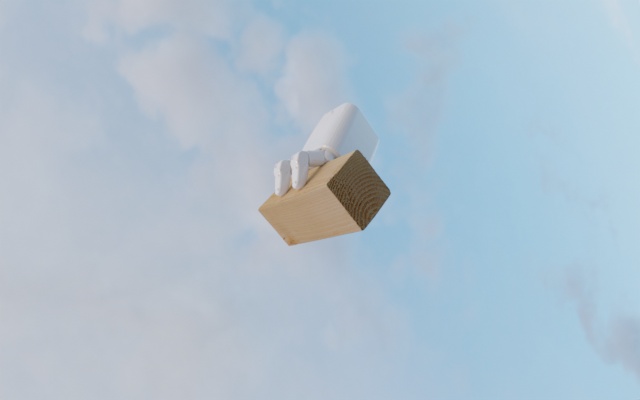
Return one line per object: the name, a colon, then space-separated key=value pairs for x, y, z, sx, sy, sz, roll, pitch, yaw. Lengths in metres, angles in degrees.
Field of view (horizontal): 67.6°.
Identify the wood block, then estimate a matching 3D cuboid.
wood block: x=0.000 y=0.003 z=0.774 sx=0.206 sy=0.091 sz=0.090 roll=-18 pitch=26 yaw=54
